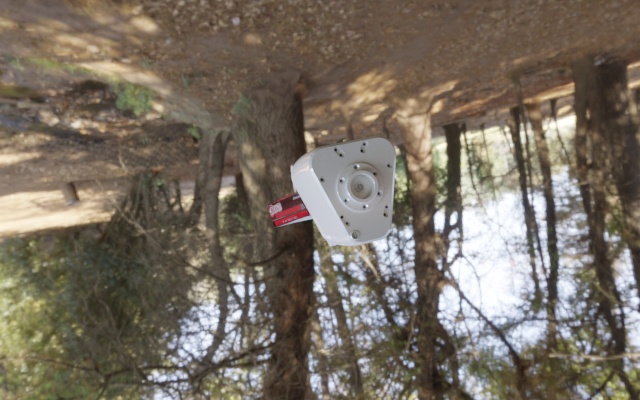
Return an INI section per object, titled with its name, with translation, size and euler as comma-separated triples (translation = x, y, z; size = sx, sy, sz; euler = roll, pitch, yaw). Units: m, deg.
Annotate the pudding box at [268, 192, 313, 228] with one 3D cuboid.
[pudding box]
translation = 0.000, 0.002, 0.639
size = 0.113, 0.039, 0.090
euler = -10, -5, -39
